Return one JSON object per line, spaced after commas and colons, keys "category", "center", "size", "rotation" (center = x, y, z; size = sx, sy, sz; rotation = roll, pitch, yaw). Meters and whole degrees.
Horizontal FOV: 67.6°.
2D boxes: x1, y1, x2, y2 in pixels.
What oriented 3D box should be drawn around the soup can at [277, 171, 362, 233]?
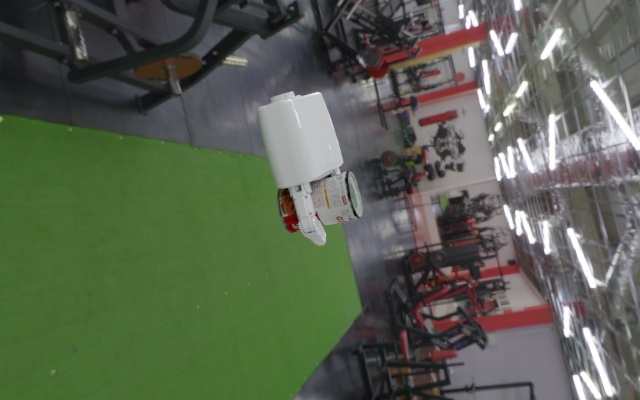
{"category": "soup can", "center": [0.000, 0.003, 0.661], "size": [0.102, 0.068, 0.068], "rotation": [-13, -4, 16]}
